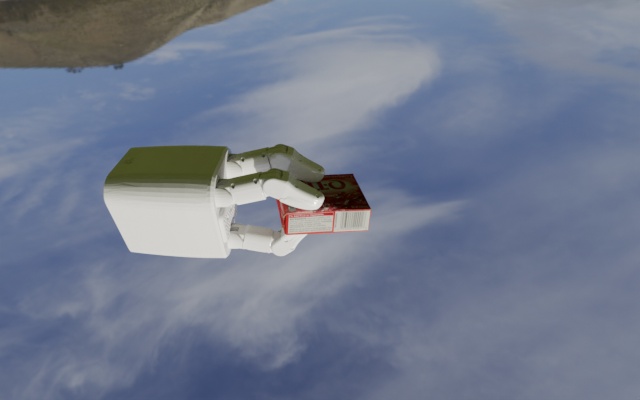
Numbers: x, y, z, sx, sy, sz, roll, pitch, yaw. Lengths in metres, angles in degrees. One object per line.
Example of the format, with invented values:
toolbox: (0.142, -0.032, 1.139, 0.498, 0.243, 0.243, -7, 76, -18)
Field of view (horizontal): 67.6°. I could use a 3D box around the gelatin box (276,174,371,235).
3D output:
gelatin box: (0.000, 0.002, 0.497, 0.089, 0.030, 0.073, -2, 33, -12)
